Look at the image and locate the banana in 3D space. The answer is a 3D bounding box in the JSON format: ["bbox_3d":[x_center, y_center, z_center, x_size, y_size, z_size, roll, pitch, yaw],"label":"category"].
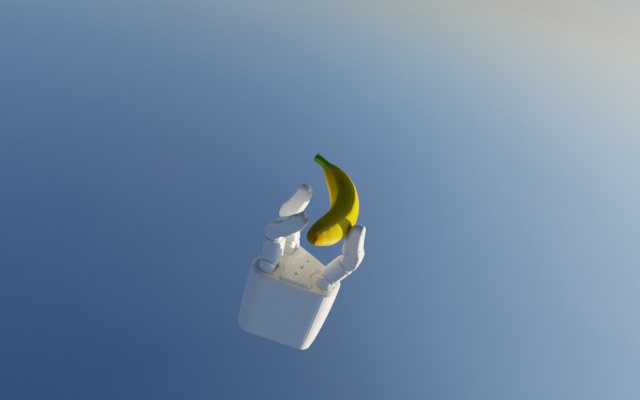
[{"bbox_3d":[0.018,0.006,0.616,0.069,0.037,0.197,18,30,-10],"label":"banana"}]
